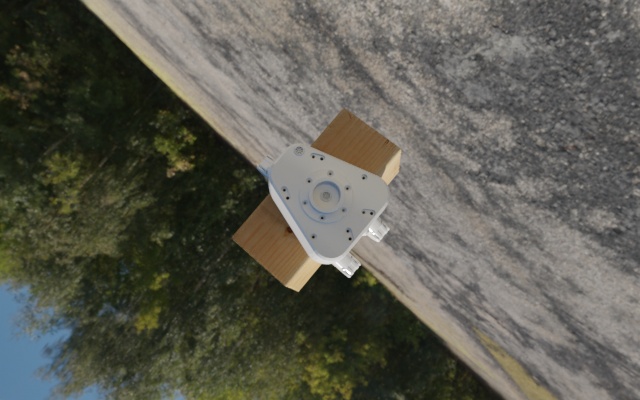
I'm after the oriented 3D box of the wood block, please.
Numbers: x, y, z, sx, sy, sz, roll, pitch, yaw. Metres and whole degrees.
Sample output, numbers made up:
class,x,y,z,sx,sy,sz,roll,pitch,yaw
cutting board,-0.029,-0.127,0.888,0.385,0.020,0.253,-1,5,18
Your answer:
class,x,y,z,sx,sy,sz,roll,pitch,yaw
wood block,0.000,0.002,0.594,0.091,0.206,0.090,39,-6,15
